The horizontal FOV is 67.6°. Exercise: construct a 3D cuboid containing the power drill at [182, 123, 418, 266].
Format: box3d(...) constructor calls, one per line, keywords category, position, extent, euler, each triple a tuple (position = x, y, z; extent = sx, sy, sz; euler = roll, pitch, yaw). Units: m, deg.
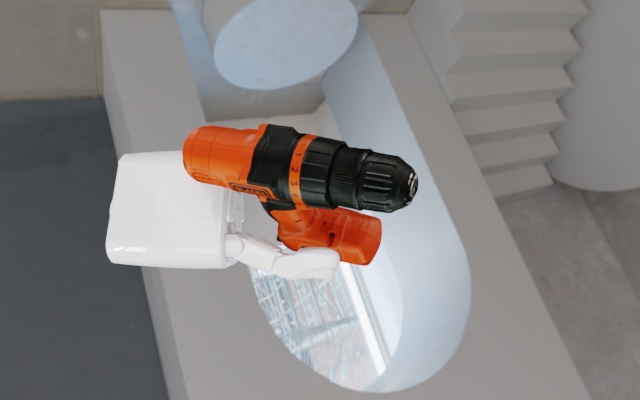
box3d(category="power drill", position=(0.000, 0.002, 0.410), extent=(0.184, 0.057, 0.188), euler=(13, -20, 23))
